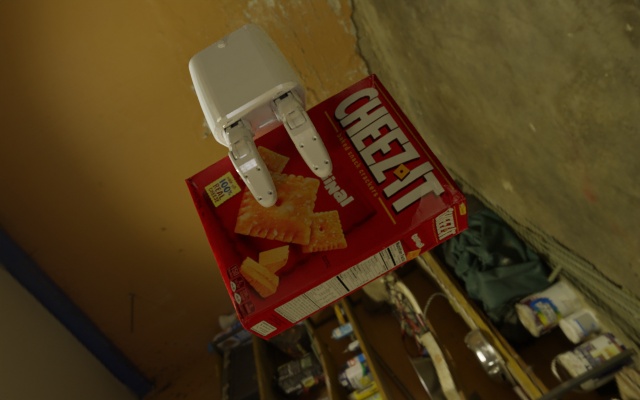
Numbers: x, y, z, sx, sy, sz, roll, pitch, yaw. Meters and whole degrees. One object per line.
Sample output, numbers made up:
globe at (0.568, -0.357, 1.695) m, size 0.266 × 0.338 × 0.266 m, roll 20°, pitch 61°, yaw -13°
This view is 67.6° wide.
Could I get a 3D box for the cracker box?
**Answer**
cracker box at (0.000, 0.002, 0.445) m, size 0.214 × 0.164 × 0.072 m, roll -30°, pitch -30°, yaw 2°
